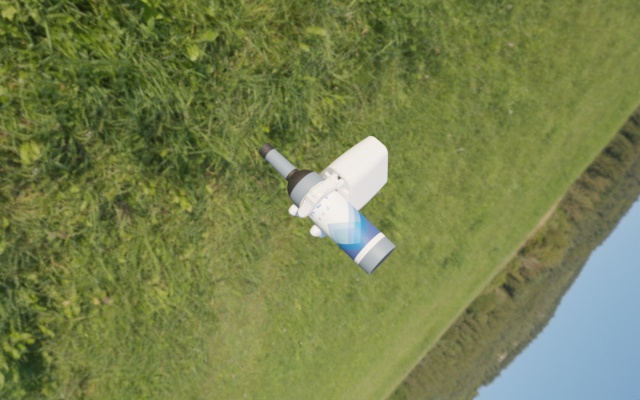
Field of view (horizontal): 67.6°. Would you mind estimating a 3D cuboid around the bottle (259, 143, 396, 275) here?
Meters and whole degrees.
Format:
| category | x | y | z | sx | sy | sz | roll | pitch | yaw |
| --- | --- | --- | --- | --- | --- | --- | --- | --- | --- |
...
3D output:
| category | x | y | z | sx | sy | sz | roll | pitch | yaw |
| --- | --- | --- | --- | --- | --- | --- | --- | --- | --- |
| bottle | 0.000 | 0.003 | 0.835 | 0.295 | 0.069 | 0.069 | 44 | 13 | 14 |
